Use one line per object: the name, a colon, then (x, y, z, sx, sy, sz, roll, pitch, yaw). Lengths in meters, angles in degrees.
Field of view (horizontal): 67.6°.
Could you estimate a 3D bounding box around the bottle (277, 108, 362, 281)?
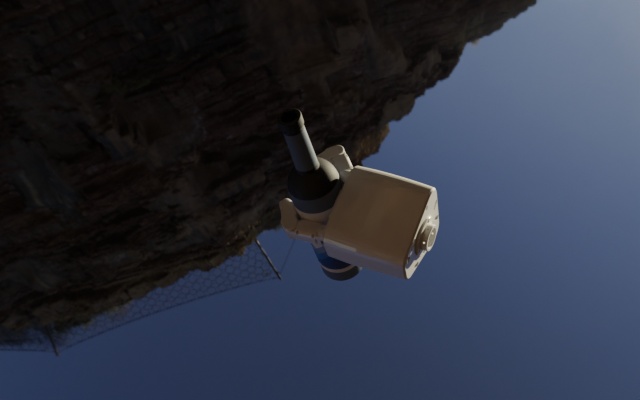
bottle: (0.000, 0.002, 0.621, 0.069, 0.069, 0.296, 0, -39, 17)
